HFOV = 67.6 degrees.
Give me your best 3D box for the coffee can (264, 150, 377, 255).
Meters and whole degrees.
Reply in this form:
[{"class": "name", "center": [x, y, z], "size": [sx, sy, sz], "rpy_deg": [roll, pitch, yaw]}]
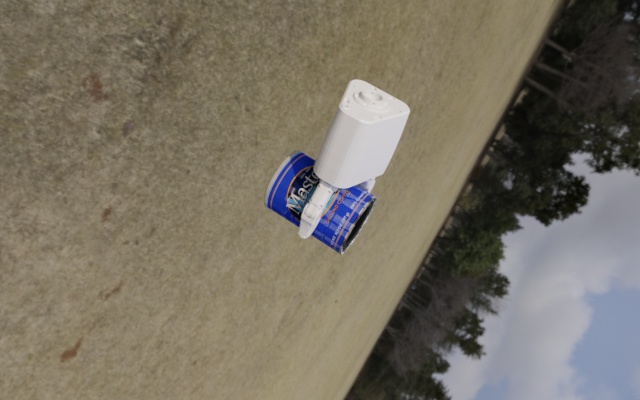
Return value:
[{"class": "coffee can", "center": [0.000, 0.002, 0.726], "size": [0.140, 0.103, 0.103], "rpy_deg": [32, 8, 13]}]
